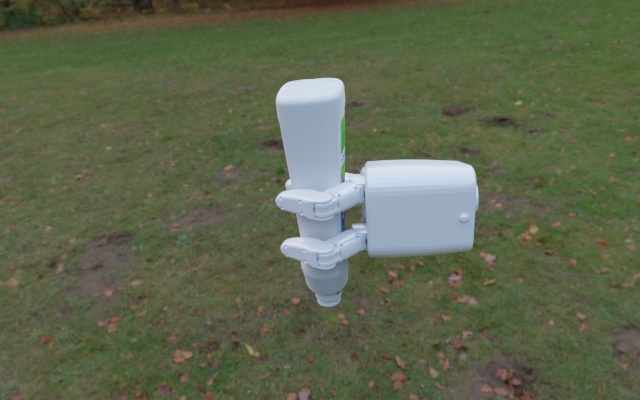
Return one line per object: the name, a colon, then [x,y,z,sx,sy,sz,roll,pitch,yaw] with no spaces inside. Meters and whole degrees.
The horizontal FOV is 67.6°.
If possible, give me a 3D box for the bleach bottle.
bleach bottle: [0.000,0.002,0.526,0.068,0.251,0.102,-3,25,5]
